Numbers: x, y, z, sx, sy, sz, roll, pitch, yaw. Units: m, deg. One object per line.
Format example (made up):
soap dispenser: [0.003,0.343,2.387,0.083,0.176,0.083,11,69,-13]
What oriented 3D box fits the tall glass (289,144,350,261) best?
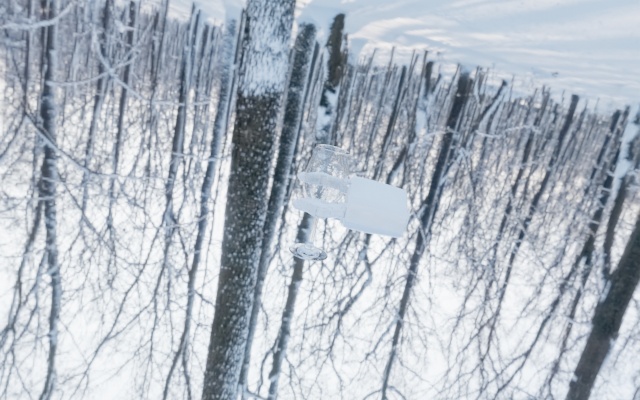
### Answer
tall glass: [0.000,0.003,0.857,0.079,0.201,0.079,12,15,-3]
